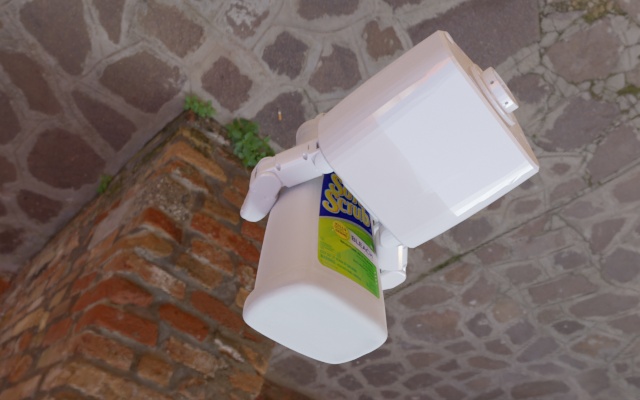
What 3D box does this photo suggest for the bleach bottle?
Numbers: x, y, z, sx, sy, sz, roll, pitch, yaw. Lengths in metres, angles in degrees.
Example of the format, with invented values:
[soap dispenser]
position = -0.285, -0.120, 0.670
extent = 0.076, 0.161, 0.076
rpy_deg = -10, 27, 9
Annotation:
[bleach bottle]
position = 0.000, 0.001, 0.408
extent = 0.068, 0.250, 0.103
rpy_deg = -35, -55, 29
